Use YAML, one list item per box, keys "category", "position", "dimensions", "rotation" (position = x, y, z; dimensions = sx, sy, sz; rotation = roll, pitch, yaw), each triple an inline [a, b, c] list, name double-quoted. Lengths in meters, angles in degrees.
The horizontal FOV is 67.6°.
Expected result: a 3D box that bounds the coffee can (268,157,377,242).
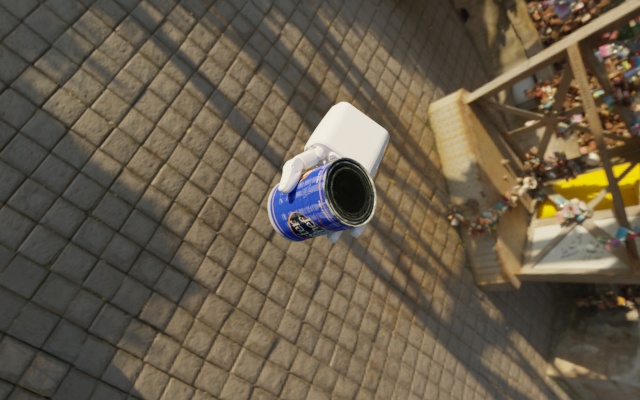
- category: "coffee can"
  position: [0.000, 0.003, 0.728]
  dimensions: [0.103, 0.103, 0.140]
  rotation: [0, -12, -40]
